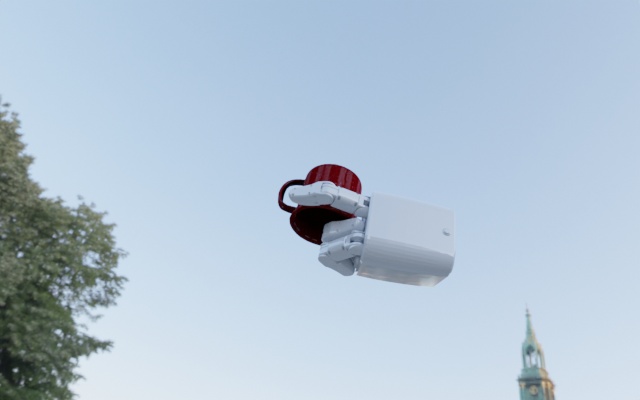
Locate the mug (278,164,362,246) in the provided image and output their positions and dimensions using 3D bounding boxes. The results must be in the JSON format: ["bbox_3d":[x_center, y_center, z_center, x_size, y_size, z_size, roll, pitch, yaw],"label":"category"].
[{"bbox_3d":[-0.001,0.002,0.653,0.117,0.081,0.093,12,-37,3],"label":"mug"}]
